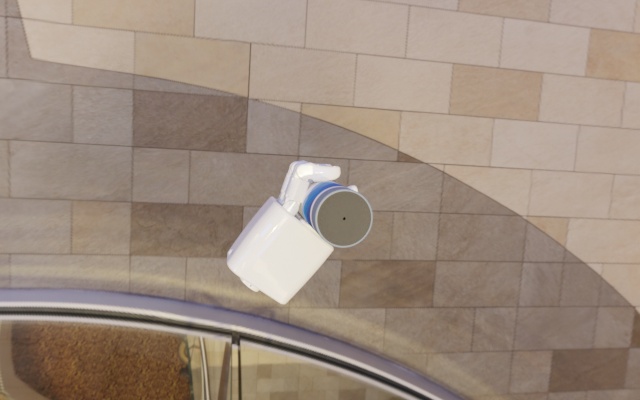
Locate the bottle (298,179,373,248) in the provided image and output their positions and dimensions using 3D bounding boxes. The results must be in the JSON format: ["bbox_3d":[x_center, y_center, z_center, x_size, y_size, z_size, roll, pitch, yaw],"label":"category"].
[{"bbox_3d":[0.000,0.002,0.673,0.069,0.069,0.295,0,7,-10],"label":"bottle"}]
